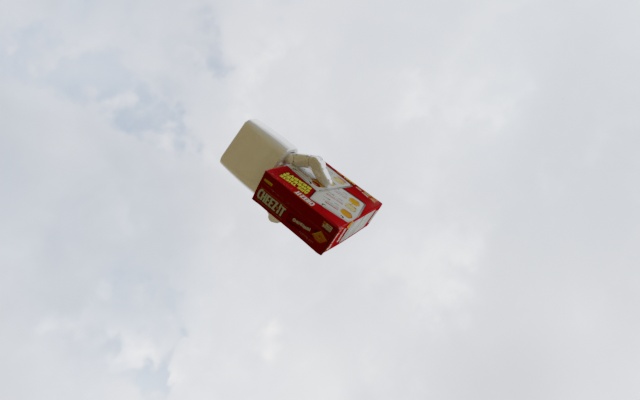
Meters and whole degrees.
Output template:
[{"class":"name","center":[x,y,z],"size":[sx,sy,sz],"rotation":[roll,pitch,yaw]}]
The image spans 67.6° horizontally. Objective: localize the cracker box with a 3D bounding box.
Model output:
[{"class":"cracker box","center":[0.000,0.003,0.884],"size":[0.164,0.072,0.213],"rotation":[38,25,15]}]
